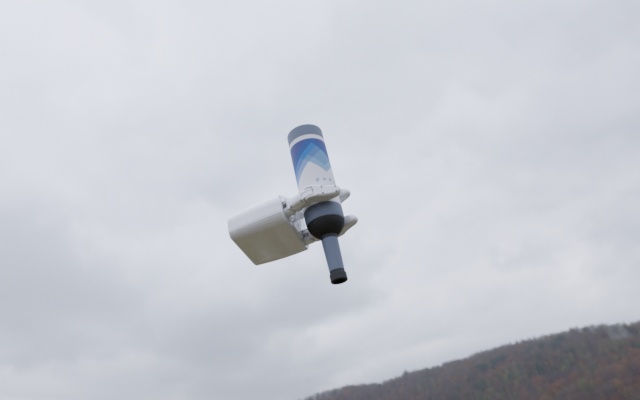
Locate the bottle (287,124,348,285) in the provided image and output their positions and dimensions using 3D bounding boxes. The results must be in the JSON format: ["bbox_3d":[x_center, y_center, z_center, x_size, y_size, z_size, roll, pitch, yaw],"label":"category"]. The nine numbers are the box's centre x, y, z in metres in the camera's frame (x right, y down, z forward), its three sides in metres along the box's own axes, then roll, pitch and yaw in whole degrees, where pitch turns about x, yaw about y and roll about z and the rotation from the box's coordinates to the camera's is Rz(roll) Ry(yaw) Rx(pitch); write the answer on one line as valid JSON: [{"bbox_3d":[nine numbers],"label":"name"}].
[{"bbox_3d":[0.000,0.002,0.823,0.069,0.295,0.069,-10,-29,-6],"label":"bottle"}]
